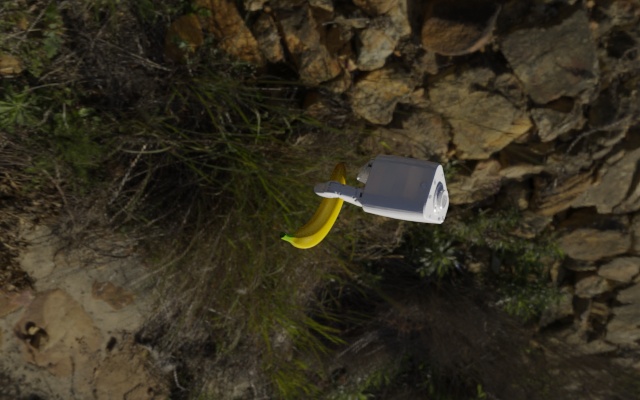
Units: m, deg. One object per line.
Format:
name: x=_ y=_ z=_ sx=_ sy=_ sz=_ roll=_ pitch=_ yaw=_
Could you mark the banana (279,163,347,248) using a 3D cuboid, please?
banana: x=0.003 y=0.019 z=0.834 sx=0.037 sy=0.070 sz=0.197 roll=11 pitch=47 yaw=32
